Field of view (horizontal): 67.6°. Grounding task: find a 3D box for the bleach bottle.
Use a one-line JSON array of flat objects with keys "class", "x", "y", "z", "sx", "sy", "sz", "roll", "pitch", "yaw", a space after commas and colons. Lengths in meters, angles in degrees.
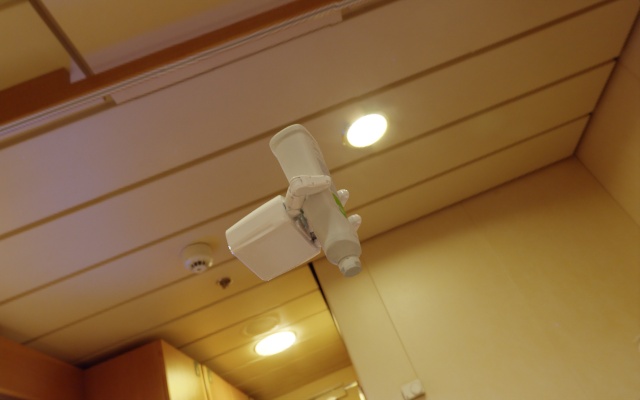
[{"class": "bleach bottle", "x": 0.000, "y": 0.002, "z": 0.732, "sx": 0.068, "sy": 0.250, "sz": 0.103, "roll": -31, "pitch": -35, "yaw": 11}]
